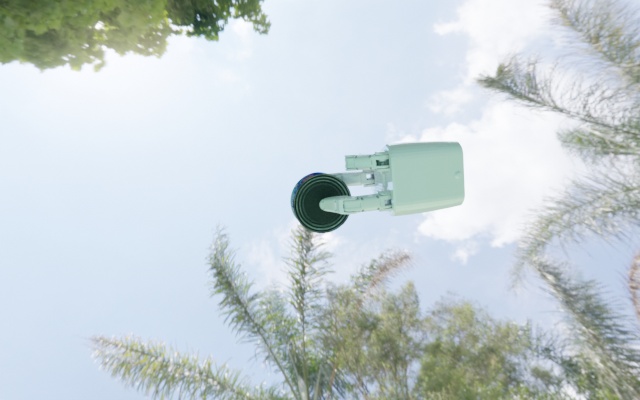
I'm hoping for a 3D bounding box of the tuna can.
[{"bbox_3d":[0.000,0.002,0.690,0.086,0.086,0.033,0,10,-14],"label":"tuna can"}]
